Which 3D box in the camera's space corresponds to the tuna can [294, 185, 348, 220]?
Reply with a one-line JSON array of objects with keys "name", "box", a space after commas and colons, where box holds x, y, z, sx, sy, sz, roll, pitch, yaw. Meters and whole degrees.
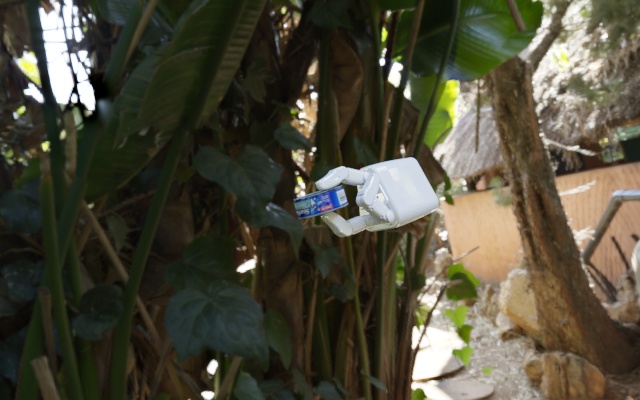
[{"name": "tuna can", "box": [0.000, 0.002, 0.777, 0.086, 0.034, 0.086, -17, 4, 1]}]
